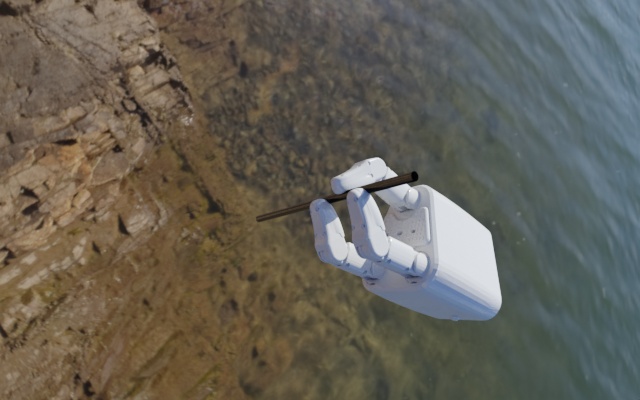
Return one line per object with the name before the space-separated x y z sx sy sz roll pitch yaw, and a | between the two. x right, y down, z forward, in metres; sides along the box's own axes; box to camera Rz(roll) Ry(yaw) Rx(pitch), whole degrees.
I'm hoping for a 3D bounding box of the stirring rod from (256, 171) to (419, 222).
stirring rod | 0.000 0.001 0.454 0.011 0.011 0.239 0 -9 -37
